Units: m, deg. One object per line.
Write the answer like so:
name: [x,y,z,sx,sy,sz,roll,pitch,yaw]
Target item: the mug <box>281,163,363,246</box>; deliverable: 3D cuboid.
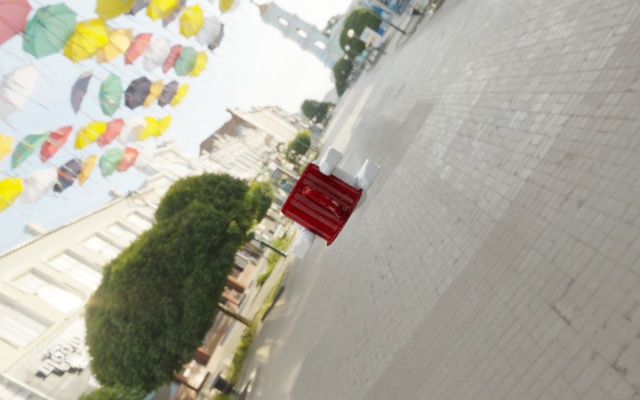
mug: [0.000,0.002,0.637,0.081,0.093,0.117,31,-1,-3]
